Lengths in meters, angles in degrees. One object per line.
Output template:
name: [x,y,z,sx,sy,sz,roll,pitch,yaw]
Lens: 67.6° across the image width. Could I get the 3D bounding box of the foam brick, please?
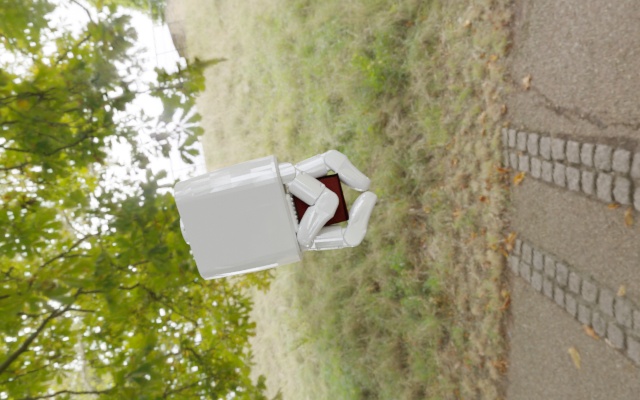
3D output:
foam brick: [0.000,0.002,0.528,0.051,0.053,0.078,-14,-1,1]
